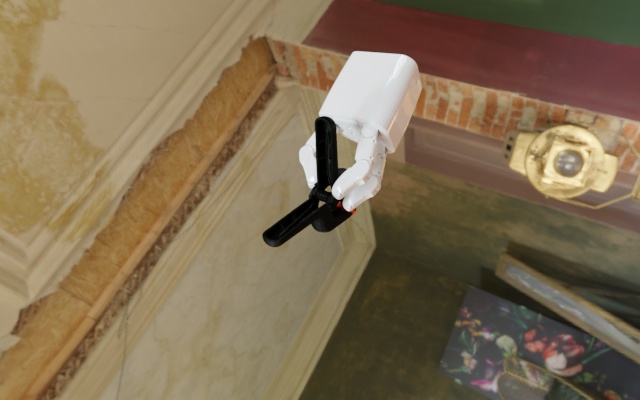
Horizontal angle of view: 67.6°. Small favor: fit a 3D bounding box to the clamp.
[{"bbox_3d":[0.000,0.002,0.633,0.036,0.164,0.210,25,-8,23],"label":"clamp"}]
